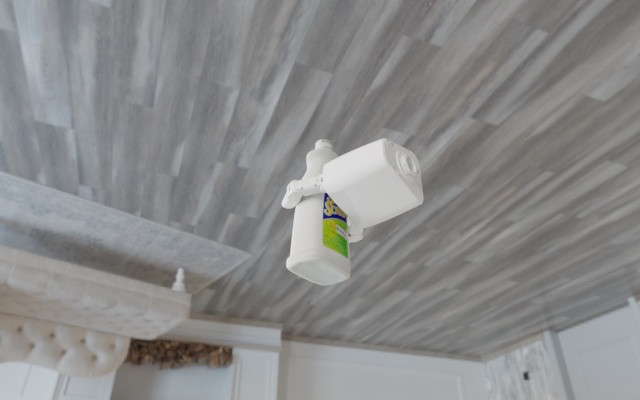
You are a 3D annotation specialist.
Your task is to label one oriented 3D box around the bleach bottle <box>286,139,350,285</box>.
[{"bbox_3d":[0.000,0.003,0.768,0.068,0.250,0.103,-23,-39,31],"label":"bleach bottle"}]
